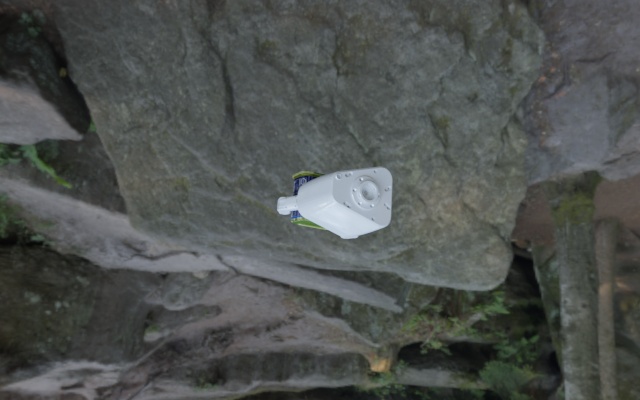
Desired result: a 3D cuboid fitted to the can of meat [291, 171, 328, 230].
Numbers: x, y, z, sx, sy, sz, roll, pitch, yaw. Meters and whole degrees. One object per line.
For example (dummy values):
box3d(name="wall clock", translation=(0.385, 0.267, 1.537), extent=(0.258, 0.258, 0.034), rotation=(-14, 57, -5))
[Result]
box3d(name="can of meat", translation=(0.000, 0.003, 0.826), extent=(0.102, 0.084, 0.057), rotation=(12, -15, -30))
